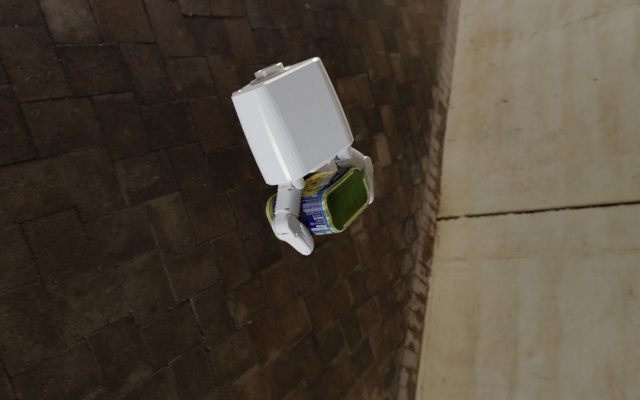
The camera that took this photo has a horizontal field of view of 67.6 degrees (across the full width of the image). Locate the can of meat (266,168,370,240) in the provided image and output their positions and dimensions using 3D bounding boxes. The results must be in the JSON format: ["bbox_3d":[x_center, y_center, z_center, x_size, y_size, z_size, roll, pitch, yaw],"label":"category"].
[{"bbox_3d":[0.000,0.002,0.571,0.084,0.057,0.102,-8,21,36],"label":"can of meat"}]
